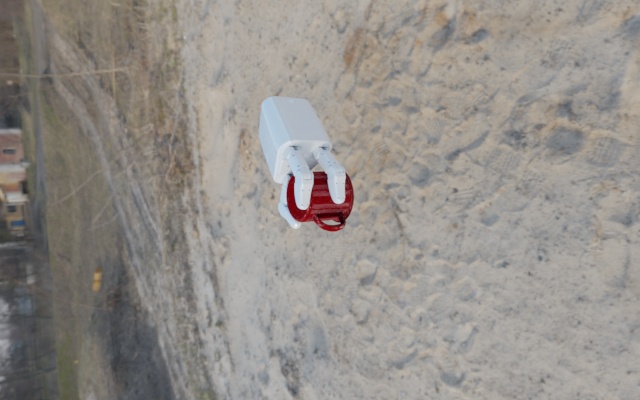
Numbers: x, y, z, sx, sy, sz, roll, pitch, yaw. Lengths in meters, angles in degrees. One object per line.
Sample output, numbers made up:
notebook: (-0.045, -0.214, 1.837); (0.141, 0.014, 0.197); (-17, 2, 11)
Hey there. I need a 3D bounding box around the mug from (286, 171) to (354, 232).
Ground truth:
mug: (0.000, 0.004, 0.783); (0.081, 0.117, 0.093); (-3, -35, -32)
